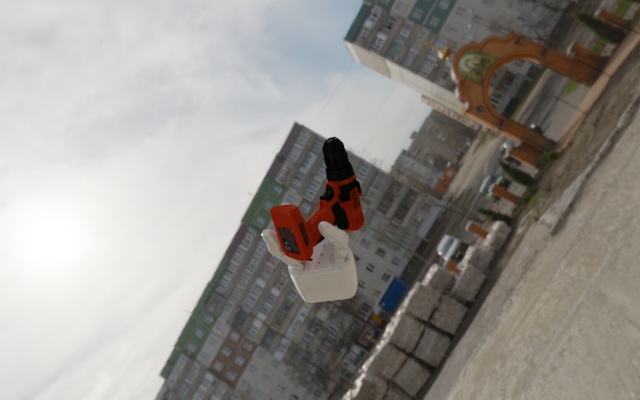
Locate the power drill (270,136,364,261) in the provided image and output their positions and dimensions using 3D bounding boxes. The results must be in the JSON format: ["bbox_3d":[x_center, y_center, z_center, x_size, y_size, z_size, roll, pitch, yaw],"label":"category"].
[{"bbox_3d":[0.000,0.003,0.829,0.057,0.184,0.187,6,31,44],"label":"power drill"}]
